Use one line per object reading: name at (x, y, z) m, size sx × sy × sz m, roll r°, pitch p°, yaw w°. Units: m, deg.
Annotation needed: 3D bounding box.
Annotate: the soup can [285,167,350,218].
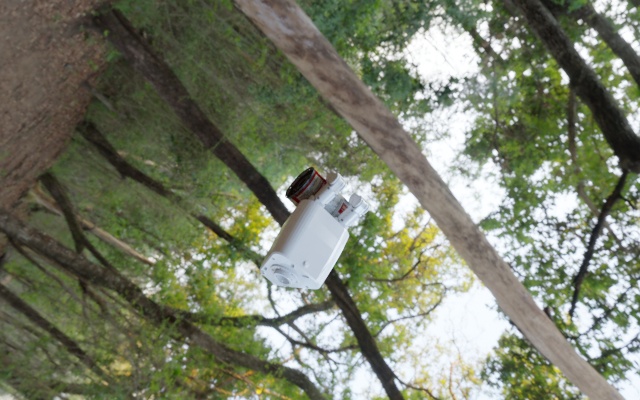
soup can at (0.000, 0.002, 0.797) m, size 0.102 × 0.068 × 0.068 m, roll 43°, pitch -16°, yaw -18°
